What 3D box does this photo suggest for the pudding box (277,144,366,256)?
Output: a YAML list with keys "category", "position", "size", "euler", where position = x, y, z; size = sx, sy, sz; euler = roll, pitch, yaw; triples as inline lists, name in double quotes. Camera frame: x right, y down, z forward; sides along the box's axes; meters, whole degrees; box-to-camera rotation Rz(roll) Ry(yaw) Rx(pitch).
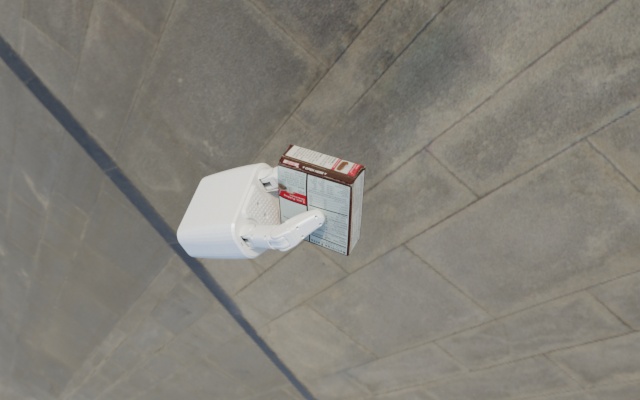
- category: "pudding box"
  position: [0.000, 0.002, 0.531]
  size: [0.090, 0.114, 0.039]
  euler: [18, 47, 18]
